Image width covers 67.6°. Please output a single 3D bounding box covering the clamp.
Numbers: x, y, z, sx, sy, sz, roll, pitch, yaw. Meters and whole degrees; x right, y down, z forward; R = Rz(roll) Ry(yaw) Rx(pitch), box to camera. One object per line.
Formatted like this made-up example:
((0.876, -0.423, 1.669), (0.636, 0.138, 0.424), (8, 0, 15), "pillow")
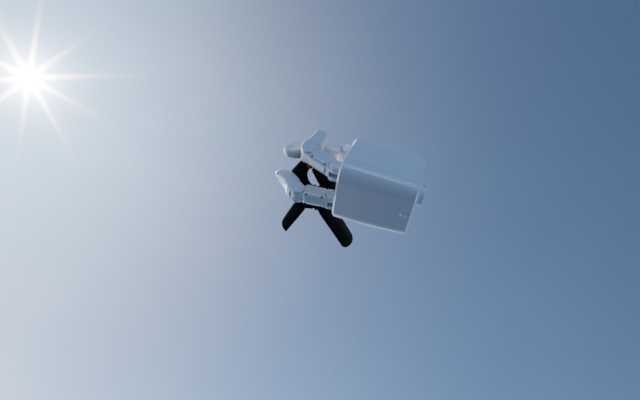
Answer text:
((0.000, 0.002, 0.722), (0.120, 0.172, 0.039), (16, 46, 9), "clamp")
